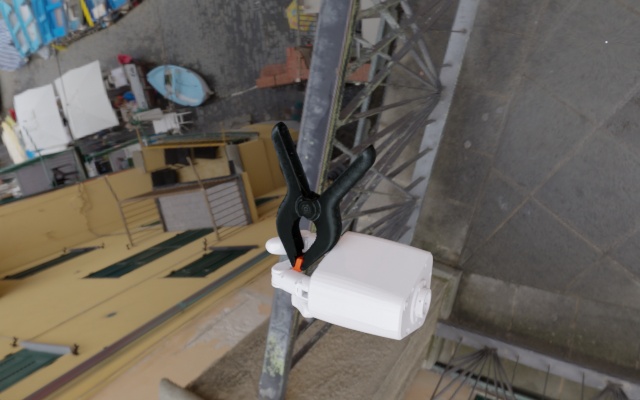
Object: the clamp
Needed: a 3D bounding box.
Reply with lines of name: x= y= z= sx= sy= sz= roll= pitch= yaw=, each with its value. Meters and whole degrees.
clamp: x=0.000 y=0.002 z=0.534 sx=0.120 sy=0.171 sz=0.039 roll=10 pitch=21 yaw=26
